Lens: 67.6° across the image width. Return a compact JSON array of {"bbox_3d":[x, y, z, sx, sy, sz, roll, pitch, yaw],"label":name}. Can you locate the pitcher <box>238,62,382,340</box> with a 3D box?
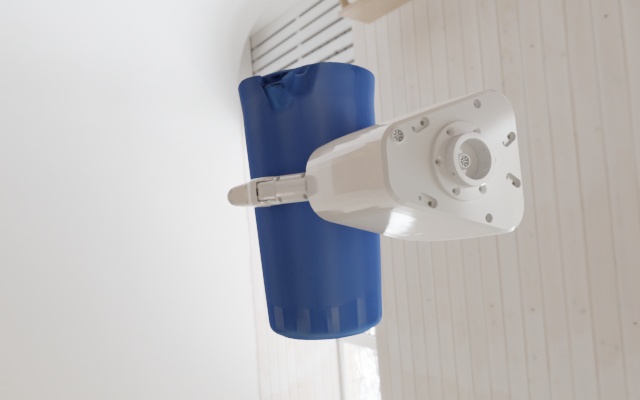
[{"bbox_3d":[0.000,0.002,0.470,0.149,0.243,0.145,-3,-3,-26],"label":"pitcher"}]
